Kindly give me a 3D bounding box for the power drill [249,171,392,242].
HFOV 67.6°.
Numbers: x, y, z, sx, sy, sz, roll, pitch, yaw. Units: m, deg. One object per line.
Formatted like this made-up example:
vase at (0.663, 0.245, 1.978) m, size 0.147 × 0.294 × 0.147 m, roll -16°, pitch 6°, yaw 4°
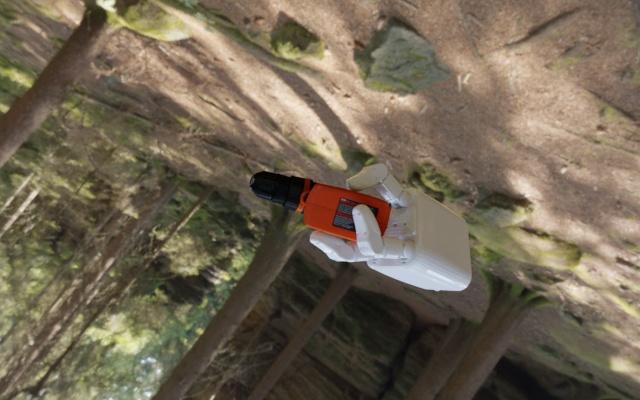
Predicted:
power drill at (0.000, 0.002, 0.639) m, size 0.184 × 0.057 × 0.187 m, roll 14°, pitch 4°, yaw -13°
